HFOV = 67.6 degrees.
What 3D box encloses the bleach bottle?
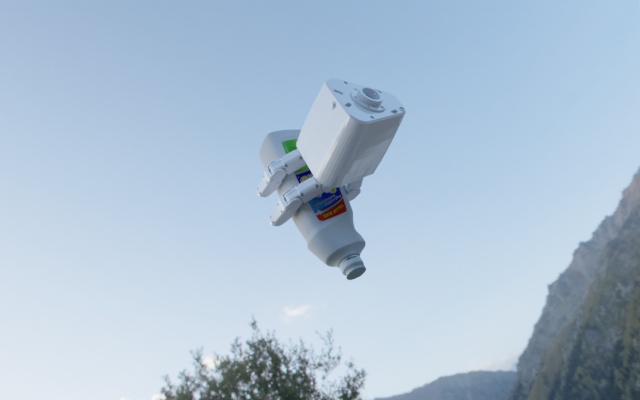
[{"bbox_3d":[0.000,0.002,0.680,0.102,0.250,0.068,-6,-41,-33],"label":"bleach bottle"}]
